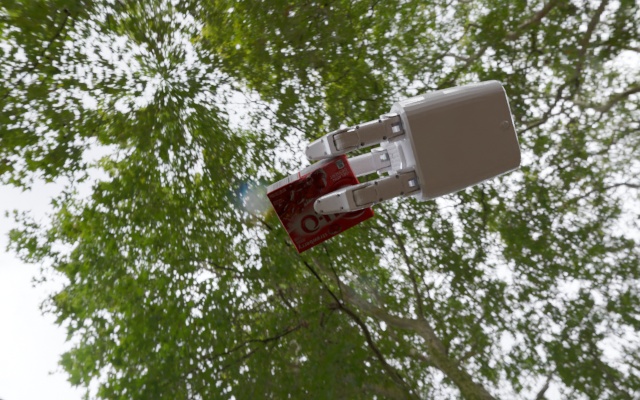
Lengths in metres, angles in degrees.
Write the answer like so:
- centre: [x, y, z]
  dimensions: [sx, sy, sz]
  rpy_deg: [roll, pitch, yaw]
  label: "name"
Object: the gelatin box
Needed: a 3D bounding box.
- centre: [0.000, 0.002, 0.489]
  dimensions: [0.089, 0.073, 0.030]
  rpy_deg: [-26, 18, 4]
  label: "gelatin box"
